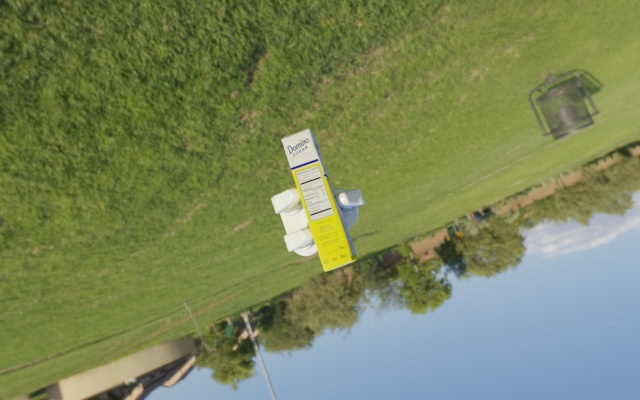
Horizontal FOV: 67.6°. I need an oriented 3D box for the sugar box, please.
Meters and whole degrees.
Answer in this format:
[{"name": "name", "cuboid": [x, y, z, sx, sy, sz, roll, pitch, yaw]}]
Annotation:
[{"name": "sugar box", "cuboid": [0.000, 0.002, 0.630, 0.048, 0.176, 0.093, -21, -8, 4]}]
